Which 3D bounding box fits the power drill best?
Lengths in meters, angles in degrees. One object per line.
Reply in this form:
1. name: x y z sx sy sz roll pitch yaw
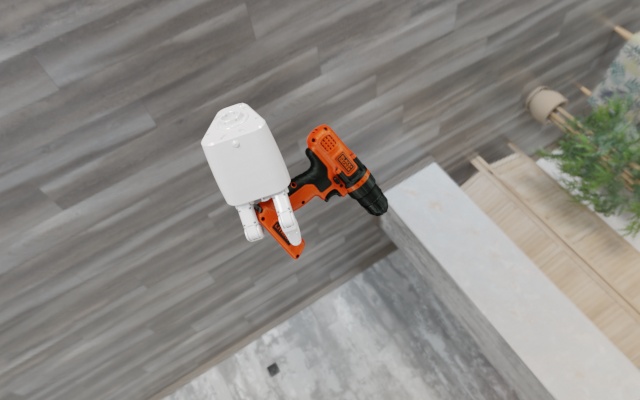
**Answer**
1. power drill: 0.000 0.003 0.763 0.187 0.184 0.057 -45 19 -8
